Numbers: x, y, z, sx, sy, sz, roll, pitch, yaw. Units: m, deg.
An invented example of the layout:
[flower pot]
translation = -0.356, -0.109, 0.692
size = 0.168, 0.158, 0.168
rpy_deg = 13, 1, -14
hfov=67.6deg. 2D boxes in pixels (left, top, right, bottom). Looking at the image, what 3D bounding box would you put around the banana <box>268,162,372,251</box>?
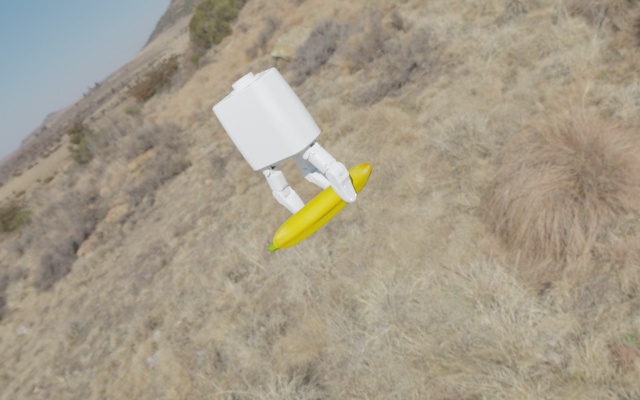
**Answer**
[banana]
translation = 0.002, 0.008, 0.684
size = 0.198, 0.037, 0.069
rpy_deg = -38, 16, -4
